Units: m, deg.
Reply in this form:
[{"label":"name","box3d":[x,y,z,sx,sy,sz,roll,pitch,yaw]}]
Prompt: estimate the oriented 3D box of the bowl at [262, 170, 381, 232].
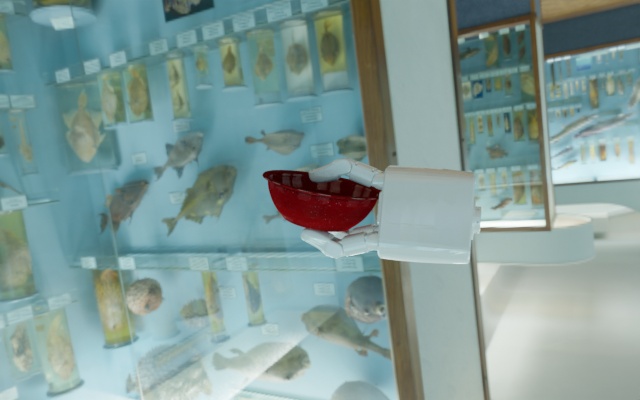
[{"label":"bowl","box3d":[-0.001,0.002,0.631,0.162,0.055,0.162,10,11,-2]}]
